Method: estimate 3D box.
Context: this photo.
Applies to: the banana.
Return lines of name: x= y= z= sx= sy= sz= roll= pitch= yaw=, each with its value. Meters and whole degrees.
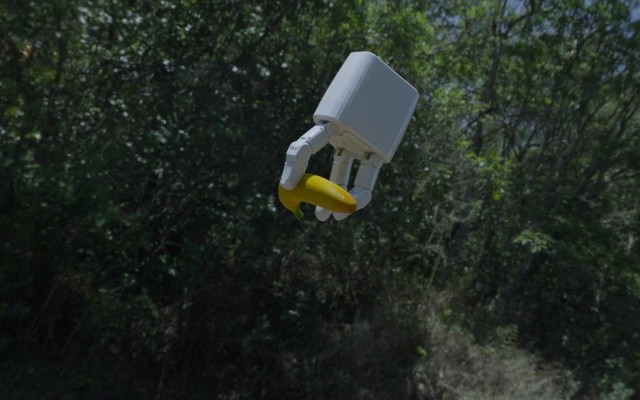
banana: x=-0.016 y=-0.008 z=0.620 sx=0.069 sy=0.037 sz=0.198 roll=36 pitch=-14 yaw=-15
